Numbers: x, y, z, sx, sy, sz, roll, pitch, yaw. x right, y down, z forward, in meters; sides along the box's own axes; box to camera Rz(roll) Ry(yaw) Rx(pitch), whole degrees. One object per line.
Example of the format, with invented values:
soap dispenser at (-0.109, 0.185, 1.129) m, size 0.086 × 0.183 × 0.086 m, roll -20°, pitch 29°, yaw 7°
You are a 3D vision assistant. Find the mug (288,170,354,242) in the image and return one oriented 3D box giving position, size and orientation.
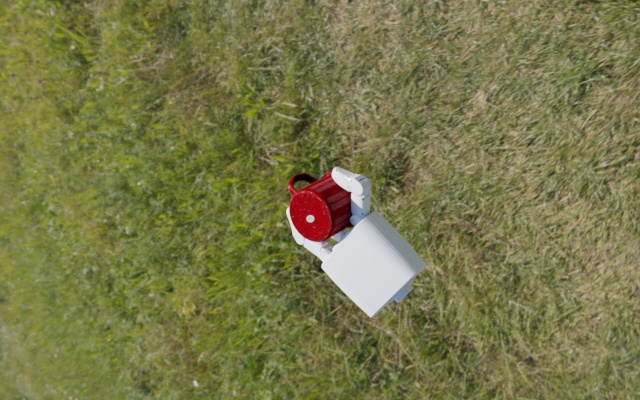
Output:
mug at (-0.001, 0.001, 0.705) m, size 0.081 × 0.117 × 0.093 m, roll -28°, pitch -23°, yaw -47°
